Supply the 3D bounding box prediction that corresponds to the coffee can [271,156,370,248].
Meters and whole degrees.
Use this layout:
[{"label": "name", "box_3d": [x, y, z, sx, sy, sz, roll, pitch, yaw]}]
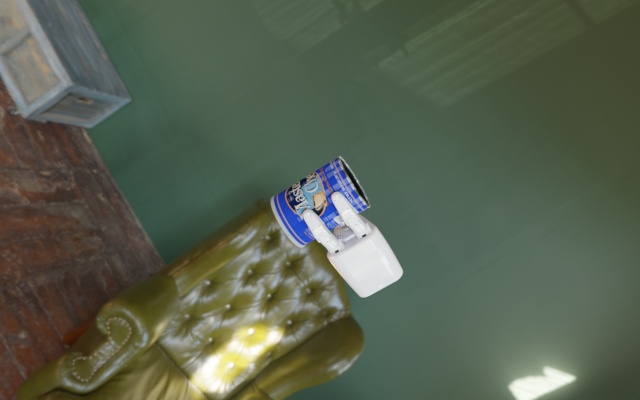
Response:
[{"label": "coffee can", "box_3d": [0.000, 0.003, 0.824, 0.140, 0.103, 0.103, -31, -7, 11]}]
